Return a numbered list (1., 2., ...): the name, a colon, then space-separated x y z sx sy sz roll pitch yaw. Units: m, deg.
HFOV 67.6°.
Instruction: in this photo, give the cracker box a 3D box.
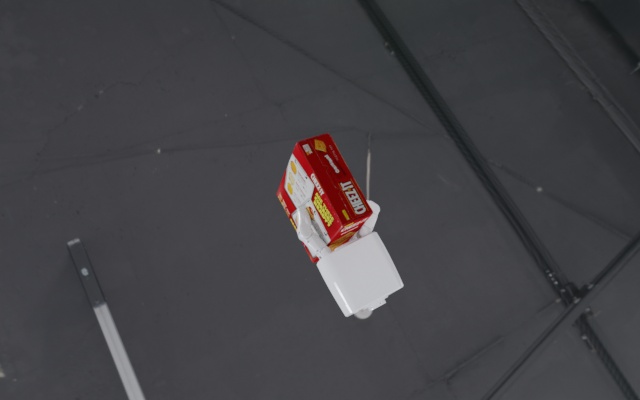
1. cracker box: 0.000 0.003 0.870 0.072 0.164 0.214 -23 -16 -23
